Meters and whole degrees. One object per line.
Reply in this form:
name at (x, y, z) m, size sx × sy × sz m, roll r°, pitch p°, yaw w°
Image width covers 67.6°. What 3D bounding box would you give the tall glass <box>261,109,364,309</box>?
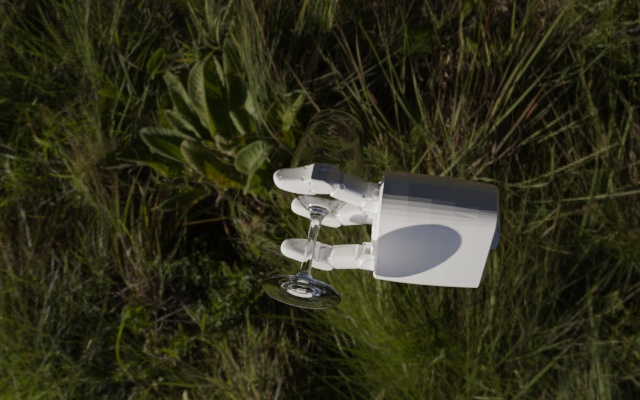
tall glass at (0.000, 0.002, 0.486) m, size 0.079 × 0.201 × 0.079 m, roll 9°, pitch -31°, yaw 5°
